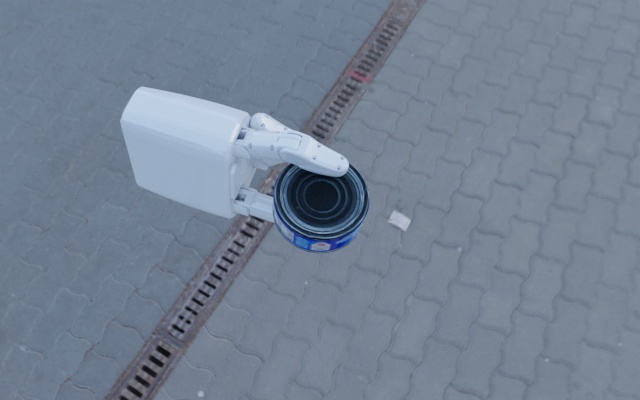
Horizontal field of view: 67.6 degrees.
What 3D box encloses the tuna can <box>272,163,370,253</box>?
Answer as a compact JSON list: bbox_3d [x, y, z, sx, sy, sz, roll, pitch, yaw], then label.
[{"bbox_3d":[0.000,0.001,0.426,0.086,0.086,0.034,0,-25,-6],"label":"tuna can"}]
